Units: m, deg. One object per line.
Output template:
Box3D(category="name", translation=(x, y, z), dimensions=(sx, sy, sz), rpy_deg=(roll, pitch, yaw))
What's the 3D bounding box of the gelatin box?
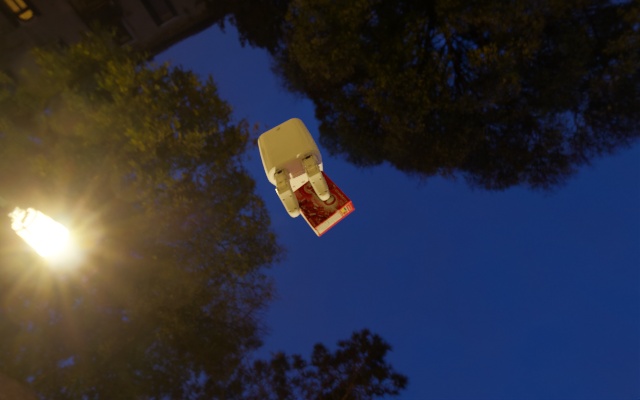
Box3D(category="gelatin box", translation=(0.000, 0.003, 0.772), dimensions=(0.073, 0.089, 0.030), rpy_deg=(-37, -38, -5))
